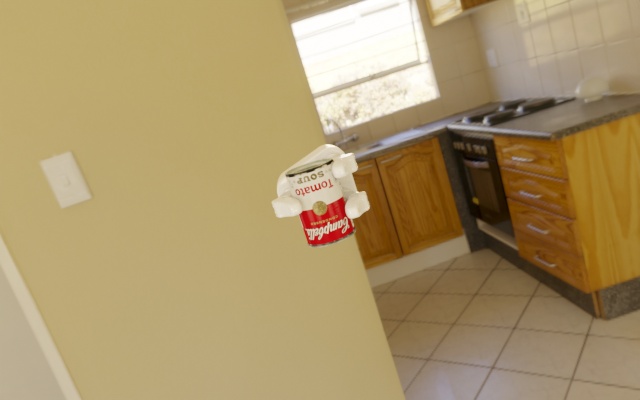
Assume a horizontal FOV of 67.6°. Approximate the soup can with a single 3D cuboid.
[{"bbox_3d":[0.000,0.002,0.630,0.068,0.102,0.068,-17,12,4],"label":"soup can"}]
